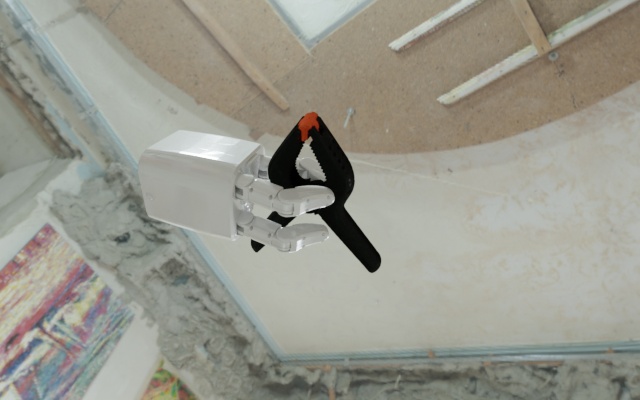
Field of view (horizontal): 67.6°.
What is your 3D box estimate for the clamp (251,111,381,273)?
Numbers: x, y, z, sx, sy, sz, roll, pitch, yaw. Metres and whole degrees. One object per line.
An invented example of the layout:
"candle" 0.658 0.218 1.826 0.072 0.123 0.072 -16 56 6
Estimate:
"clamp" 0.000 0.001 0.533 0.164 0.210 0.036 13 43 6
